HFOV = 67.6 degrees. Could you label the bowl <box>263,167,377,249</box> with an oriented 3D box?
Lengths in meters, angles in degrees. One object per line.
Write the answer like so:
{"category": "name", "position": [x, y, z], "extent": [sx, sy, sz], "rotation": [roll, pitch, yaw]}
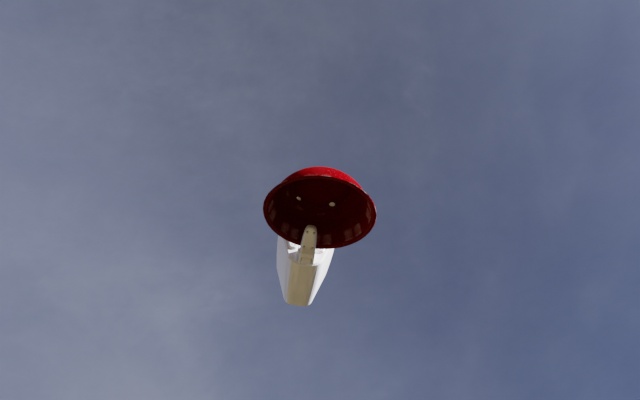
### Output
{"category": "bowl", "position": [0.001, 0.001, 0.694], "extent": [0.162, 0.055, 0.162], "rotation": [3, -41, 3]}
